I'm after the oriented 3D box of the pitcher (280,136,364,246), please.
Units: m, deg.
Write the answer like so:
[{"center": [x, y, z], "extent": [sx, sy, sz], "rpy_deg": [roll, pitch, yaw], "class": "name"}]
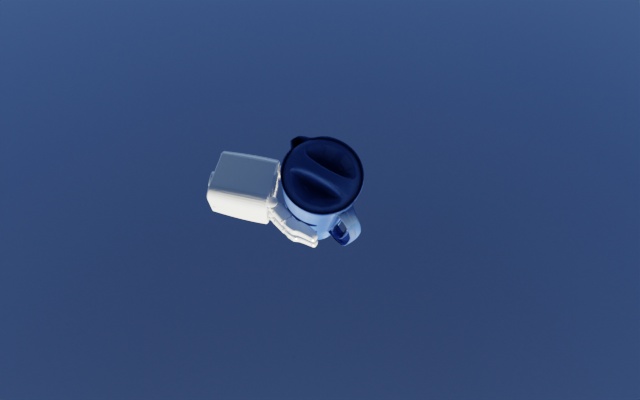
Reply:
[{"center": [0.000, 0.003, 0.855], "extent": [0.145, 0.149, 0.243], "rpy_deg": [12, -18, 0], "class": "pitcher"}]
